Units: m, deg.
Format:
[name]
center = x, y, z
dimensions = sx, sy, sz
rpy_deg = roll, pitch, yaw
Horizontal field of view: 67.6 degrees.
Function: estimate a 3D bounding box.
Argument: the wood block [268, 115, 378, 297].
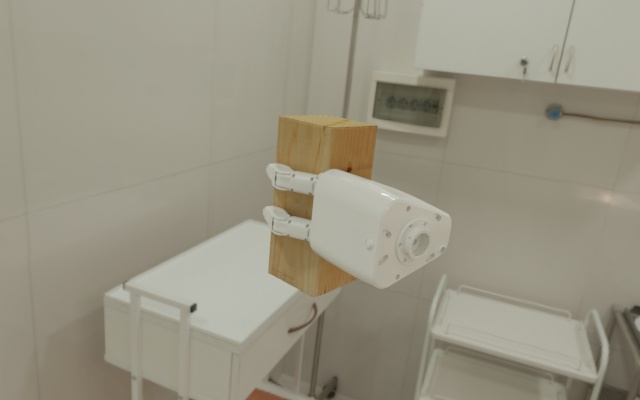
[wood block]
center = 0.001, 0.002, 0.605
dimensions = 0.090, 0.206, 0.091
rpy_deg = 20, 21, 39
